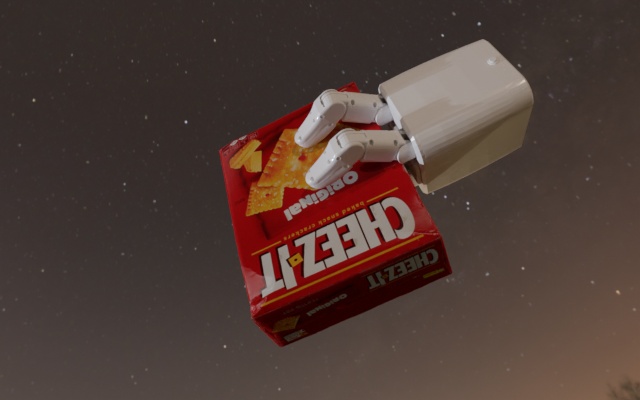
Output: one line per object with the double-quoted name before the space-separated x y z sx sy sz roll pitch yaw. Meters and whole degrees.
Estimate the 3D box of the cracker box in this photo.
"cracker box" 0.000 0.001 0.452 0.164 0.213 0.072 -25 -42 5
